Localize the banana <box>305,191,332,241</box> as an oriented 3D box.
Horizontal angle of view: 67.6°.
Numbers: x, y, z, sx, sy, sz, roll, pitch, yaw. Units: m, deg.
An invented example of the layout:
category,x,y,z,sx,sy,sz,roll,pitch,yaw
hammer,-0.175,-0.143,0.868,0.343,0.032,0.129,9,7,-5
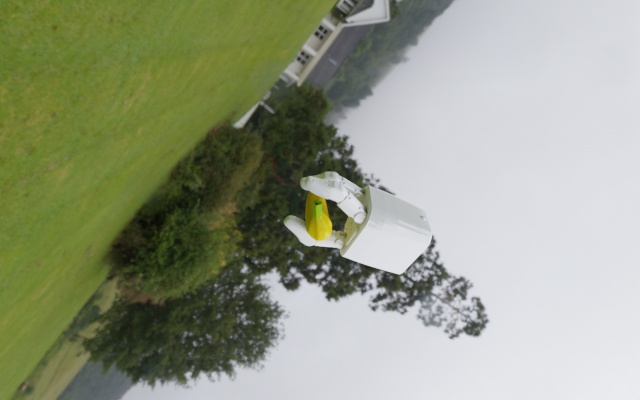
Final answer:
category,x,y,z,sx,sy,sz,roll,pitch,yaw
banana,-0.002,0.021,0.731,0.037,0.069,0.197,8,8,-5
